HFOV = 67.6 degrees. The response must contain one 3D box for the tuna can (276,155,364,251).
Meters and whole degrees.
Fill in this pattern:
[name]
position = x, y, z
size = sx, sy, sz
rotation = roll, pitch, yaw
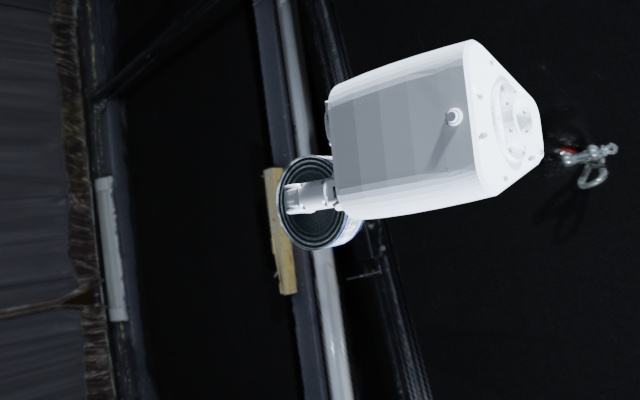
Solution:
[tuna can]
position = 0.000, 0.001, 0.439
size = 0.086, 0.086, 0.034
rotation = 0, 3, 41
